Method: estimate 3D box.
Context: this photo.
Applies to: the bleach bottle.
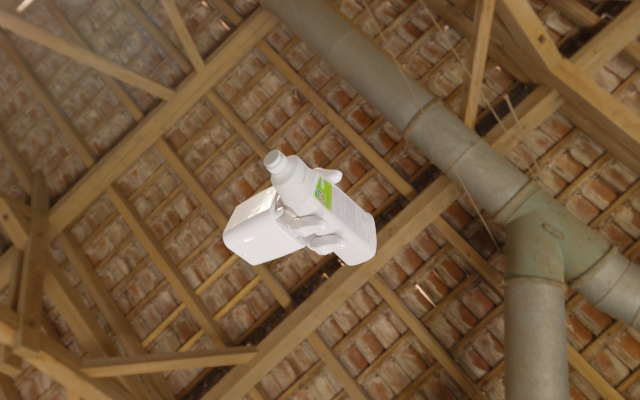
[{"bbox_3d":[0.000,0.003,0.753,0.068,0.102,0.251,-25,-47,23],"label":"bleach bottle"}]
